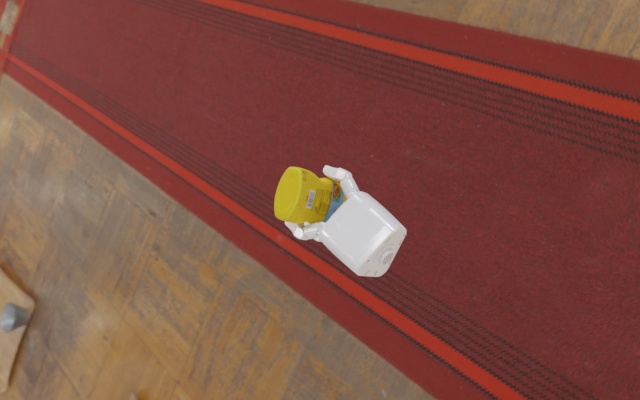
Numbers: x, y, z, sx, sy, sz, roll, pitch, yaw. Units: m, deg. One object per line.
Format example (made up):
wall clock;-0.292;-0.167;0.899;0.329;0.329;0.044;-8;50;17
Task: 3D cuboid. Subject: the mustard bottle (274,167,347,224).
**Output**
mustard bottle;0.000;0.003;0.889;0.058;0.096;0.192;13;-1;39
